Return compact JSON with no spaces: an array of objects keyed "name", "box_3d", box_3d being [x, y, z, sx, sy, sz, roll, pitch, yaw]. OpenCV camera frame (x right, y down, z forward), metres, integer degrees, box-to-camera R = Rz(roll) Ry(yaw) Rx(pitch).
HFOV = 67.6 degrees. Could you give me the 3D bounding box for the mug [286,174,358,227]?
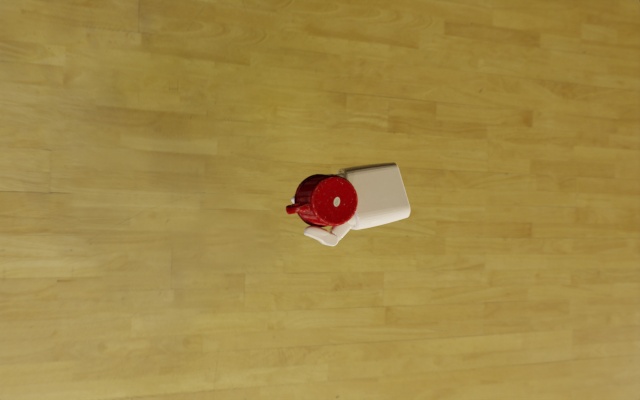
[{"name":"mug","box_3d":[-0.001,0.003,0.787,0.117,0.093,0.081,-11,4,-18]}]
